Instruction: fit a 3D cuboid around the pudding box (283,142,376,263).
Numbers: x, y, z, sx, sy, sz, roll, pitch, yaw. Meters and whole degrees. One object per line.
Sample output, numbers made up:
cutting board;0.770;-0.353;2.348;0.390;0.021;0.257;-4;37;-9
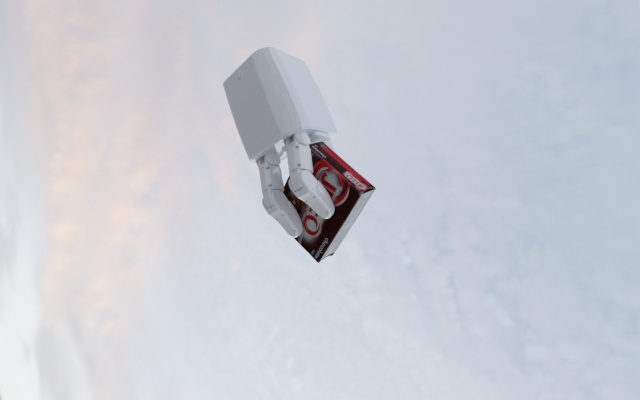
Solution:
pudding box;0.000;0.002;0.560;0.090;0.113;0.039;43;36;22
